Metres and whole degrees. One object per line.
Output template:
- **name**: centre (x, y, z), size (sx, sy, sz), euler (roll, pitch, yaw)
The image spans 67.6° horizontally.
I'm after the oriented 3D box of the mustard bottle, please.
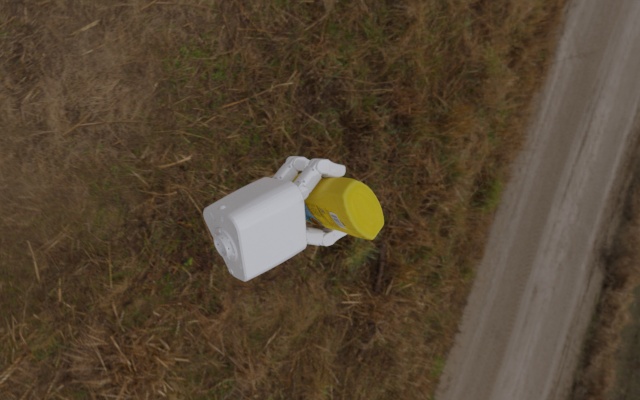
- **mustard bottle**: centre (0.001, 0.002, 0.714), size (0.191, 0.058, 0.096), euler (11, -33, 49)
